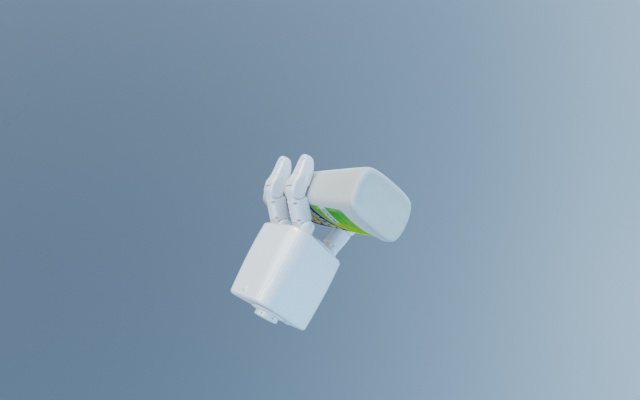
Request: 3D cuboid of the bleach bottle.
[{"bbox_3d":[0.000,0.002,0.669,0.103,0.068,0.251,38,-21,-31],"label":"bleach bottle"}]
